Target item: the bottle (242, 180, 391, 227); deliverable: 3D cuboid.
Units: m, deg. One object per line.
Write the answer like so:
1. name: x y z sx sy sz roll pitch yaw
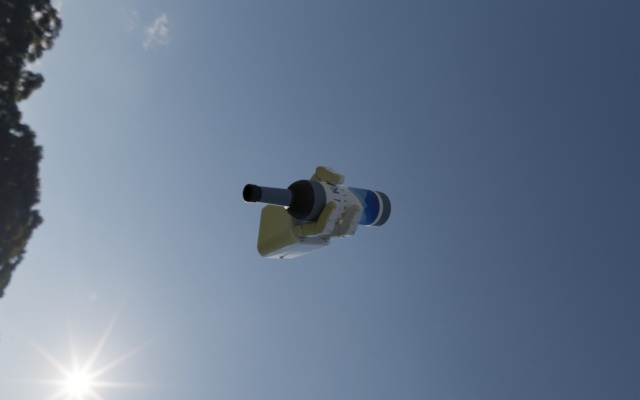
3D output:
1. bottle: 0.000 0.003 0.797 0.296 0.069 0.069 7 -5 -43
